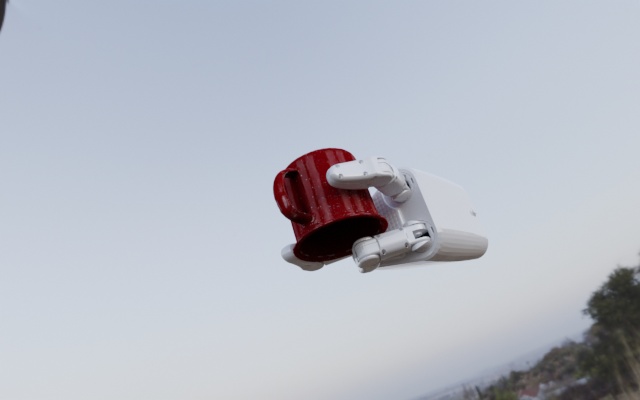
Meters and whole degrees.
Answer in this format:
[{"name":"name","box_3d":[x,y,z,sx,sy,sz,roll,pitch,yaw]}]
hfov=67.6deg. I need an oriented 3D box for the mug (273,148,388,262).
[{"name":"mug","box_3d":[-0.001,0.001,0.456,0.117,0.081,0.093,12,-40,-45]}]
